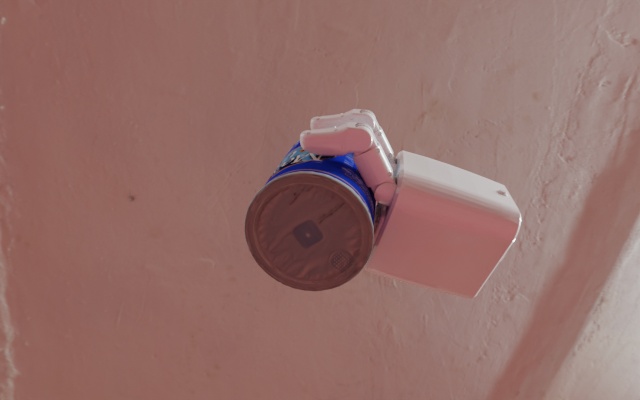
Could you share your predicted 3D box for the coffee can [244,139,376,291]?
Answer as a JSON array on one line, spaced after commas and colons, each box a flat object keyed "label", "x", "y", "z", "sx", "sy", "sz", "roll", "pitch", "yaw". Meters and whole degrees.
[{"label": "coffee can", "x": 0.000, "y": 0.001, "z": 0.436, "sx": 0.103, "sy": 0.103, "sz": 0.140, "roll": 0, "pitch": 22, "yaw": 9}]
